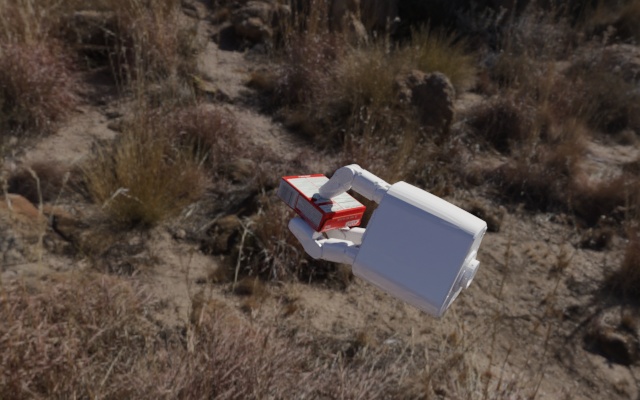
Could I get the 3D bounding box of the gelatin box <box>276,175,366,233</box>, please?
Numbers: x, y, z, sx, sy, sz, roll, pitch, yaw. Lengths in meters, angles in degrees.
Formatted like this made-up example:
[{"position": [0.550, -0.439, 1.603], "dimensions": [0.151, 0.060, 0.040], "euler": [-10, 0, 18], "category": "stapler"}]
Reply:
[{"position": [0.000, 0.001, 0.600], "dimensions": [0.073, 0.030, 0.089], "euler": [-8, 38, -45], "category": "gelatin box"}]
